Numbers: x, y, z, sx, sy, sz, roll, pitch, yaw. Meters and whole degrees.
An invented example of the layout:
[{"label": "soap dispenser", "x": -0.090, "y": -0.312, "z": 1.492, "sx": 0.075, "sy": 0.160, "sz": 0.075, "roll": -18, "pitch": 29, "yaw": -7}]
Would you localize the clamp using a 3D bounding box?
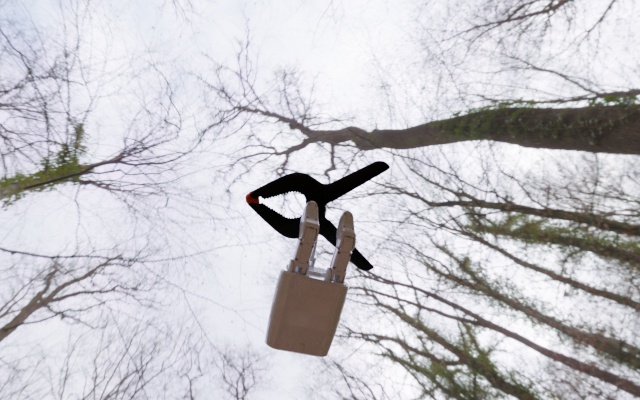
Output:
[{"label": "clamp", "x": -0.001, "y": 0.002, "z": 0.689, "sx": 0.210, "sy": 0.164, "sz": 0.036, "roll": 15, "pitch": 0, "yaw": -15}]
